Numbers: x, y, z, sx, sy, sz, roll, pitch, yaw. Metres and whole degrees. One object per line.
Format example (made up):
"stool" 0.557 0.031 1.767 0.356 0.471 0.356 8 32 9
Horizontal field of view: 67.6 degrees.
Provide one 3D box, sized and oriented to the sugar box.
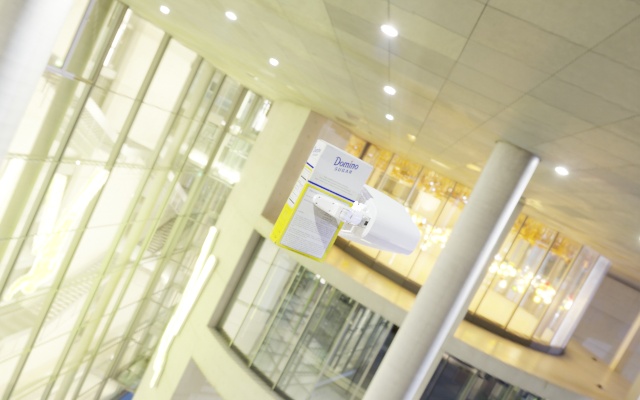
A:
"sugar box" 0.000 0.002 0.754 0.093 0.176 0.048 25 6 -26
